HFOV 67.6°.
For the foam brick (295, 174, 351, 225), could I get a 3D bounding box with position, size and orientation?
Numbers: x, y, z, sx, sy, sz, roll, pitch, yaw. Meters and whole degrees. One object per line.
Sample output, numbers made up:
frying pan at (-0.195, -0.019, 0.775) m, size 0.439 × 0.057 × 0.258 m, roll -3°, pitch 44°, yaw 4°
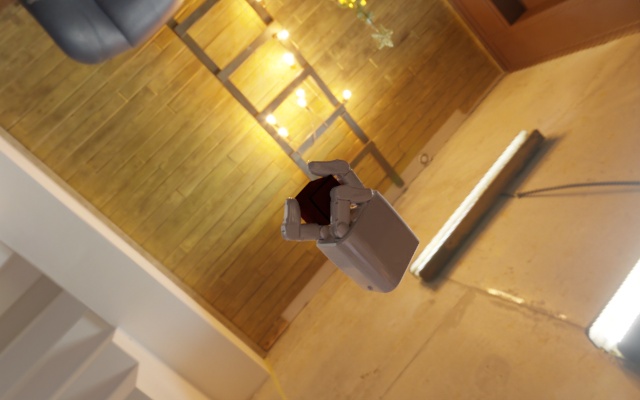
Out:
foam brick at (0.000, 0.002, 0.692) m, size 0.053 × 0.051 × 0.078 m, roll -48°, pitch 14°, yaw -20°
